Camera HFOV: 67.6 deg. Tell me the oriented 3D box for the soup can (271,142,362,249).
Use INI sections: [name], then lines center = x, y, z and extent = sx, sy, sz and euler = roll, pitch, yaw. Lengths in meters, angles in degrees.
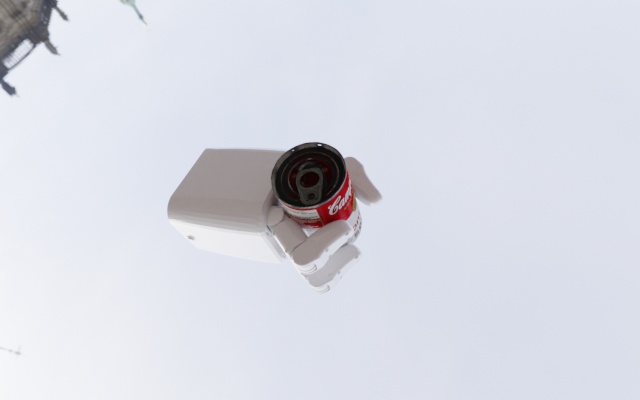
[soup can]
center = 0.001, 0.002, 0.456
extent = 0.068, 0.068, 0.102
euler = 0, -29, 14
